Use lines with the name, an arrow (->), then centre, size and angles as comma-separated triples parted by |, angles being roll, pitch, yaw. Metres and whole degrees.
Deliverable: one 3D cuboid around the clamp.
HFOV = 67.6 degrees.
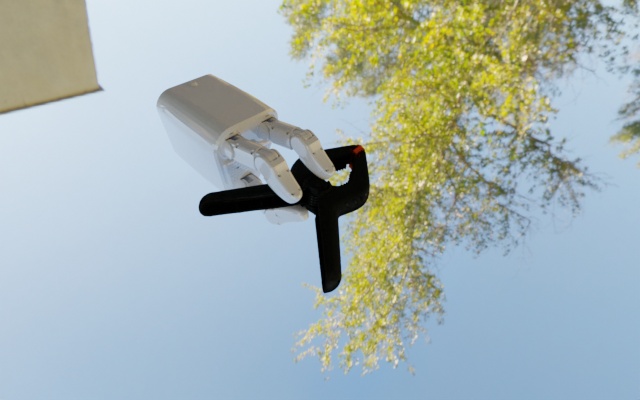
clamp -> 0.000, 0.002, 0.519 | 0.164, 0.036, 0.210 | 36, 47, 21
